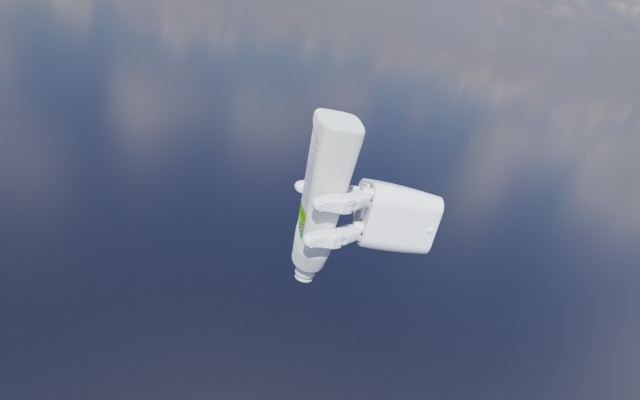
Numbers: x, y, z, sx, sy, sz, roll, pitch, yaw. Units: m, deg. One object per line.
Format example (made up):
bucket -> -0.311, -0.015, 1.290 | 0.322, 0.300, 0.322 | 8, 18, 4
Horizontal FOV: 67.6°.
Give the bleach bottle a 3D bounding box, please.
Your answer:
bleach bottle -> 0.000, 0.002, 0.692 | 0.068, 0.251, 0.102 | 9, 24, -10
